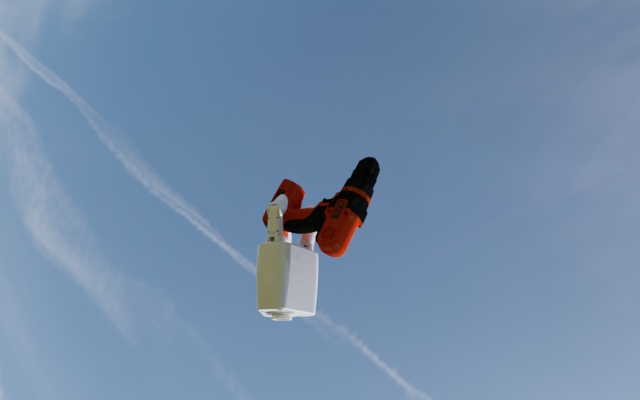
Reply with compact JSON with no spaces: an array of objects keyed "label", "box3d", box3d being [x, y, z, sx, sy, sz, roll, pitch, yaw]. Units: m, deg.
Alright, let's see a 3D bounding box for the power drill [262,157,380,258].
[{"label":"power drill","box3d":[0.000,0.003,0.815,0.187,0.184,0.057,2,-34,44]}]
